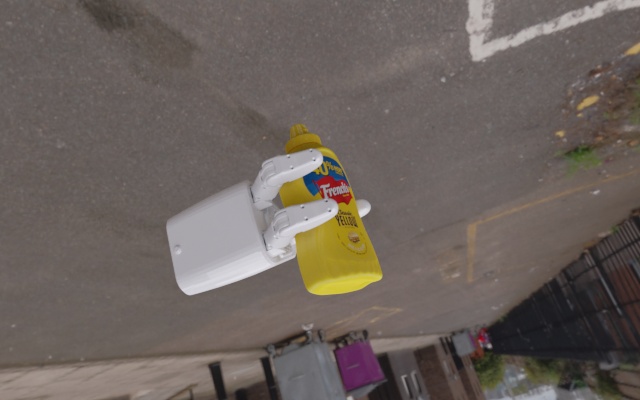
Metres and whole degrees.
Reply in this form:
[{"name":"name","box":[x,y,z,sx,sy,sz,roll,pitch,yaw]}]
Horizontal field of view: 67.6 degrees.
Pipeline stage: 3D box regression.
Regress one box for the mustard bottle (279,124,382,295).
[{"name":"mustard bottle","box":[0.000,0.002,0.513,0.058,0.191,0.096,-34,-26,35]}]
